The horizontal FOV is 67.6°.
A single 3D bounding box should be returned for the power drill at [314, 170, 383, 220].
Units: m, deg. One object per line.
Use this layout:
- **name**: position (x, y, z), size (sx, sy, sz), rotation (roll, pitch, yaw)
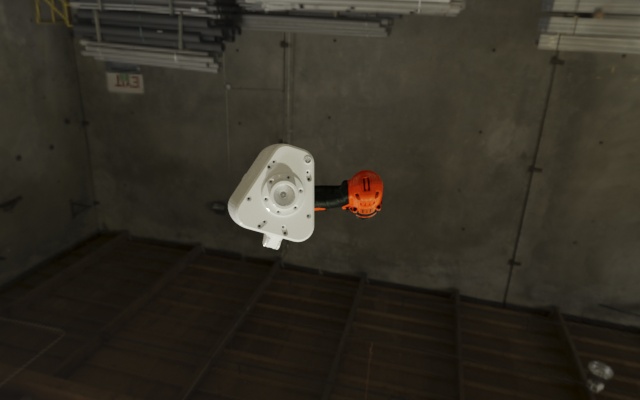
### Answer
- **power drill**: position (0.000, 0.002, 0.722), size (0.187, 0.057, 0.184), rotation (-7, -14, 2)
